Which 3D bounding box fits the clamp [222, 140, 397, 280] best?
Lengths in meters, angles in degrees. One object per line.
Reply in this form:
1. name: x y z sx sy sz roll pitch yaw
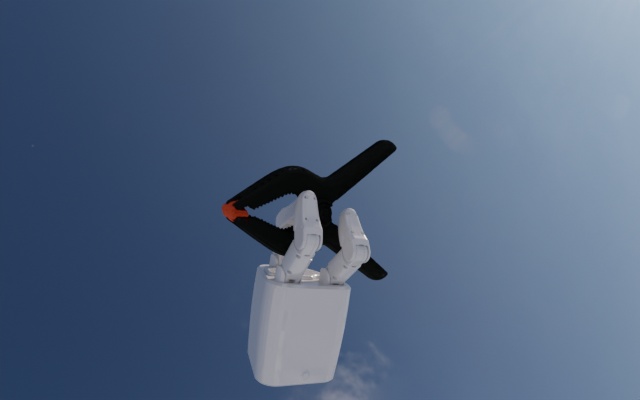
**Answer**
1. clamp: -0.001 0.002 0.518 0.210 0.164 0.036 8 0 -31
